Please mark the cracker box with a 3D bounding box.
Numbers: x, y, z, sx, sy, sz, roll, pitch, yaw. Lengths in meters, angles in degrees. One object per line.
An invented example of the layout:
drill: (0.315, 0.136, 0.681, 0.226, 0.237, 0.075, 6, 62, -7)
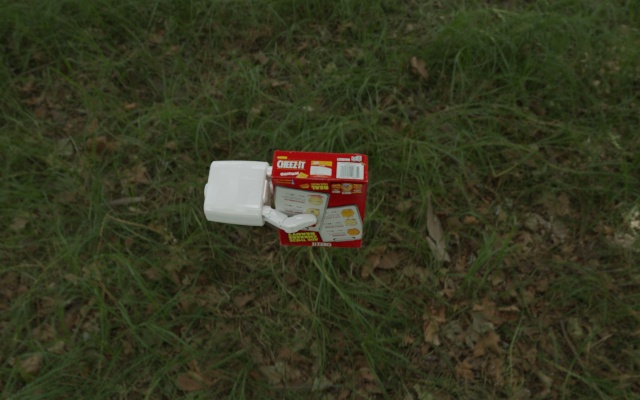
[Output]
cracker box: (0.000, 0.003, 0.888, 0.164, 0.072, 0.214, 2, -36, 3)
